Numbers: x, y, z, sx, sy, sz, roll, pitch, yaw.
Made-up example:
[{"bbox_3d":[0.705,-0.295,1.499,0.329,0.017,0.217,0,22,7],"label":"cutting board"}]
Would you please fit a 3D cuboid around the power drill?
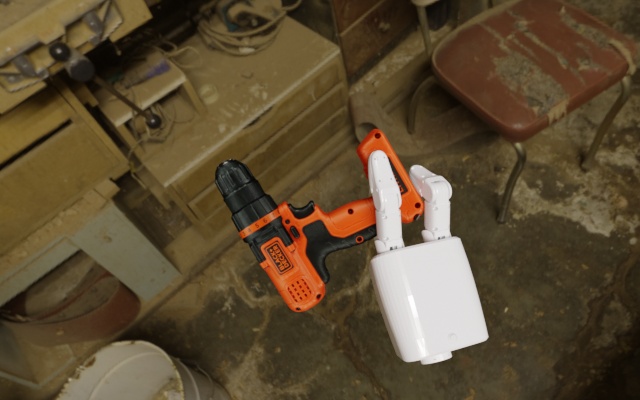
[{"bbox_3d":[0.001,0.002,0.519,0.187,0.184,0.057,-31,3,3],"label":"power drill"}]
